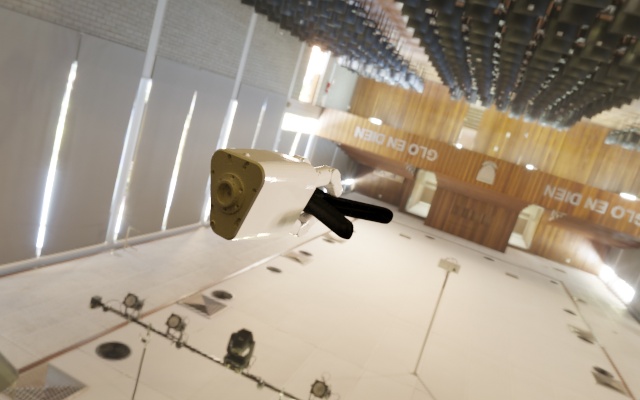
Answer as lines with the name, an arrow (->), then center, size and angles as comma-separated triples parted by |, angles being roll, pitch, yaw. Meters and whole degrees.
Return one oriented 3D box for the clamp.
clamp -> -0.001, 0.003, 0.720 | 0.210, 0.036, 0.164 | 23, 15, 31
